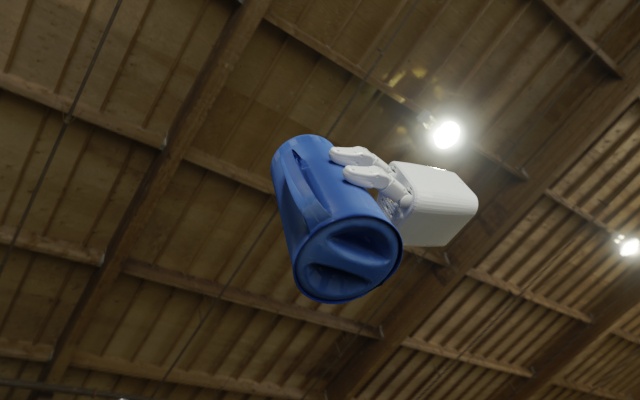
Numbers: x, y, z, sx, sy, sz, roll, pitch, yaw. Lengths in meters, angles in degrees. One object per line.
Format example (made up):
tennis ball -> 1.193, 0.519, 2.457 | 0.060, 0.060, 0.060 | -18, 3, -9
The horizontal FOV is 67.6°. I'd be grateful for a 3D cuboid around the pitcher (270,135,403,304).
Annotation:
pitcher -> 0.000, 0.002, 0.634 | 0.145, 0.149, 0.242 | 4, 32, -20
